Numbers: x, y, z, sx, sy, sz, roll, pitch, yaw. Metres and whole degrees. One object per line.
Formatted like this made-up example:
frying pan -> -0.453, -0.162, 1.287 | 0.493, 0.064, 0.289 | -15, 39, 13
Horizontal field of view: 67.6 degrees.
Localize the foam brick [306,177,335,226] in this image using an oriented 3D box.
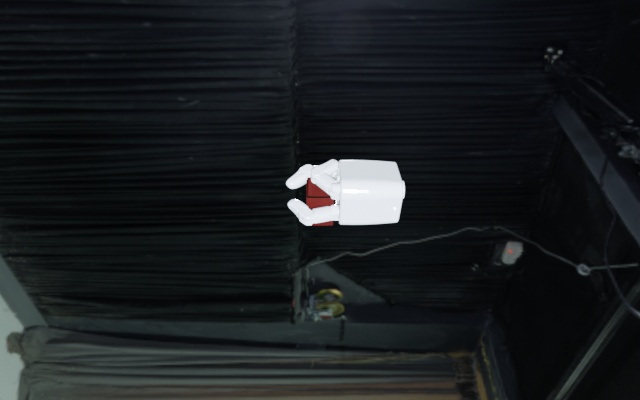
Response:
foam brick -> 0.000, 0.003, 0.873 | 0.051, 0.053, 0.078 | 0, -43, -1
